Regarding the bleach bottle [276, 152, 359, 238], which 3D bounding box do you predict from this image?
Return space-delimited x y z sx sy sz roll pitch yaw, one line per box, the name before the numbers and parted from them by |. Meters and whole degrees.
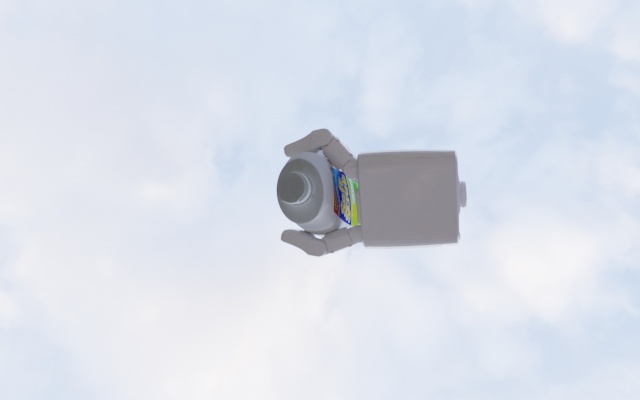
bleach bottle | 0.000 0.002 0.568 0.068 0.102 0.251 -2 -3 13
